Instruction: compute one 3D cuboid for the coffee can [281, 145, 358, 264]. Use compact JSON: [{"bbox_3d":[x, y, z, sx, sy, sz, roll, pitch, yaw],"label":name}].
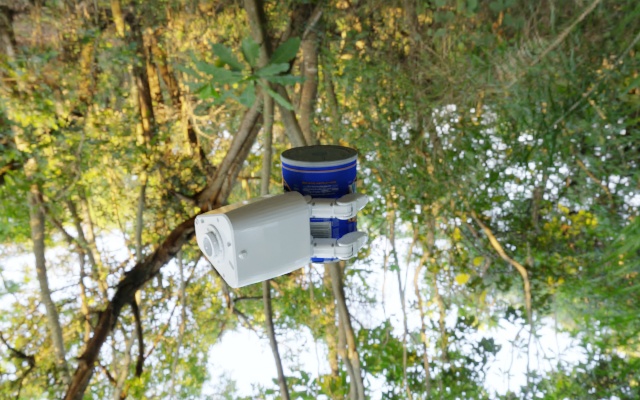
[{"bbox_3d":[0.000,0.002,0.658,0.103,0.140,0.102,-2,18,1],"label":"coffee can"}]
